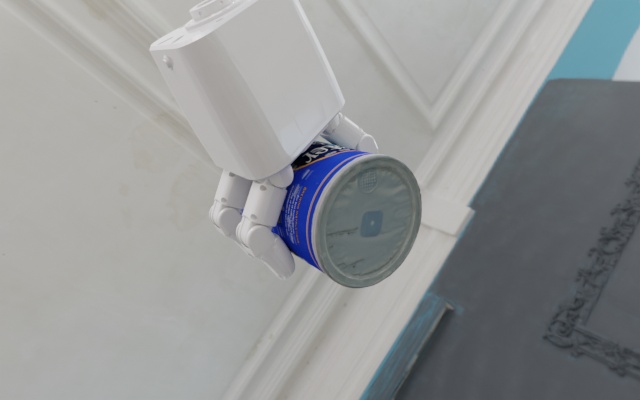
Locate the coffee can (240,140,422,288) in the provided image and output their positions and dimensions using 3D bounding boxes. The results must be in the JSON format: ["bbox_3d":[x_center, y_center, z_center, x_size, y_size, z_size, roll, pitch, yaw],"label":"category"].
[{"bbox_3d":[0.000,0.001,0.408,0.103,0.103,0.140,0,13,-35],"label":"coffee can"}]
